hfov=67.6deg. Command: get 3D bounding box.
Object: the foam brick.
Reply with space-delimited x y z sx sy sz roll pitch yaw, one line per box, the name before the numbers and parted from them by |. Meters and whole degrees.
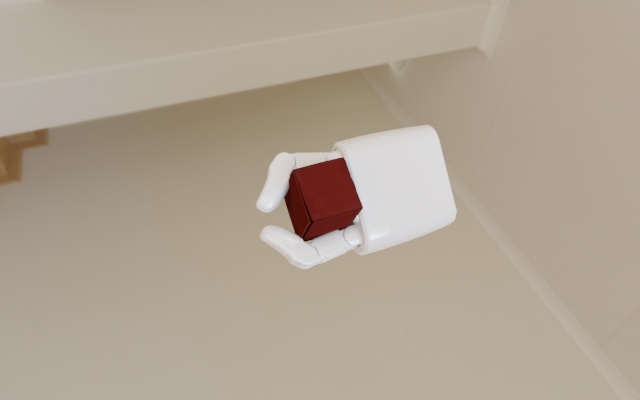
foam brick | 0.000 0.002 0.453 0.051 0.053 0.078 -15 -15 -15
